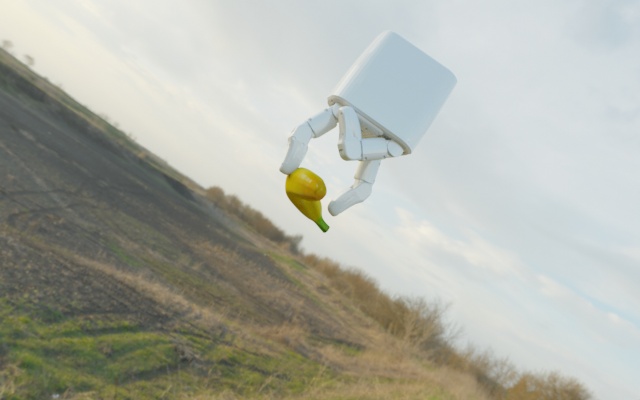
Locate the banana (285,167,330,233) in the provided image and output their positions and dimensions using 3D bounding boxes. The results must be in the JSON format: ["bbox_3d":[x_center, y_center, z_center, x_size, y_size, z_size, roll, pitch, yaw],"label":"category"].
[{"bbox_3d":[-0.014,-0.008,0.583,0.069,0.037,0.198,37,-8,11],"label":"banana"}]
